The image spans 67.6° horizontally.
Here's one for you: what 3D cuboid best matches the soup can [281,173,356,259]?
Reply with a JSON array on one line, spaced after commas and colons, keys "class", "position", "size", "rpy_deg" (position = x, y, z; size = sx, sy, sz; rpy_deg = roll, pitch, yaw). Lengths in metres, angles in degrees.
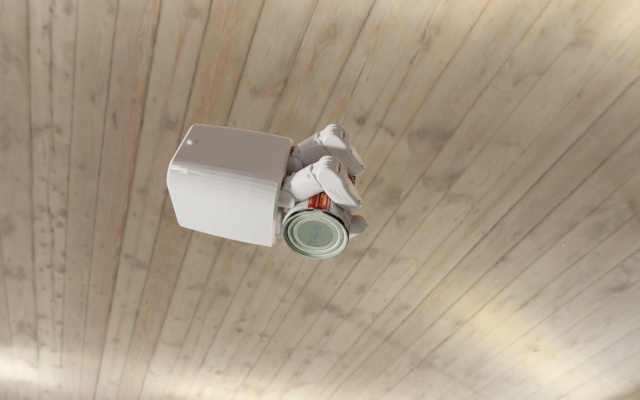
[{"class": "soup can", "position": [0.001, 0.002, 0.494], "size": [0.068, 0.069, 0.102], "rpy_deg": [0, 41, 9]}]
